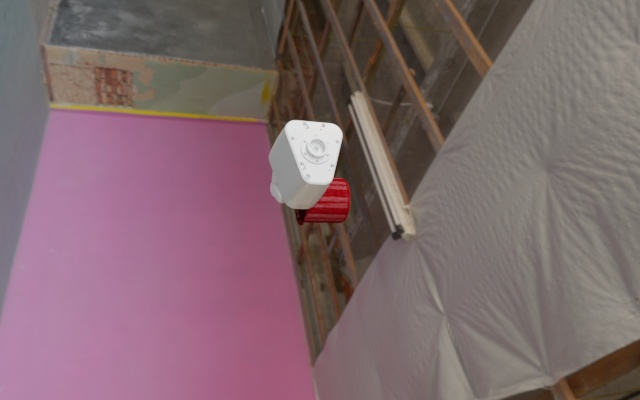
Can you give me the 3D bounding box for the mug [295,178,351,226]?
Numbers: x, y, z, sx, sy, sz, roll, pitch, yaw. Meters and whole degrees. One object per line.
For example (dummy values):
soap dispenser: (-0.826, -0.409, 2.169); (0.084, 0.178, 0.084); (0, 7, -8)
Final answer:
mug: (0.000, 0.003, 0.869); (0.081, 0.093, 0.117); (2, -18, -17)
